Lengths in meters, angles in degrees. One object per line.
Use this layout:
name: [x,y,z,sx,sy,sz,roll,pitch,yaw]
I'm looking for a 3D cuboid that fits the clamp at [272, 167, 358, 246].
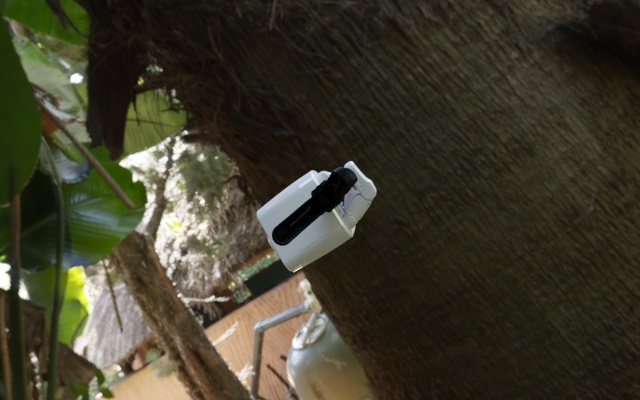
clamp: [0.000,0.001,0.598,0.120,0.039,0.171,-37,-4,11]
